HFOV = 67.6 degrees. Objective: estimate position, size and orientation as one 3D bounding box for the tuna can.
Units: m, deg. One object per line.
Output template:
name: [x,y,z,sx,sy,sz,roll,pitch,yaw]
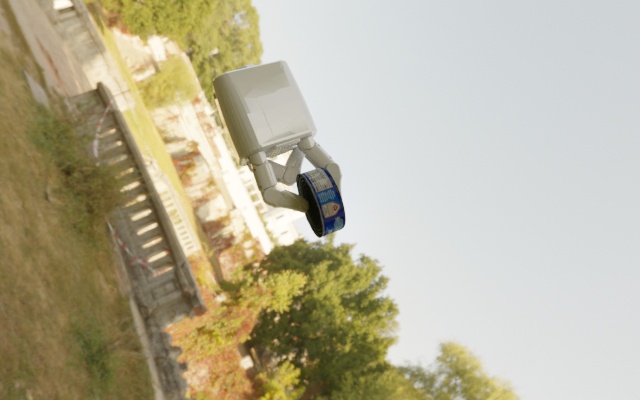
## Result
tuna can: [0.001,0.002,0.606,0.034,0.086,0.086,-19,5,-14]
